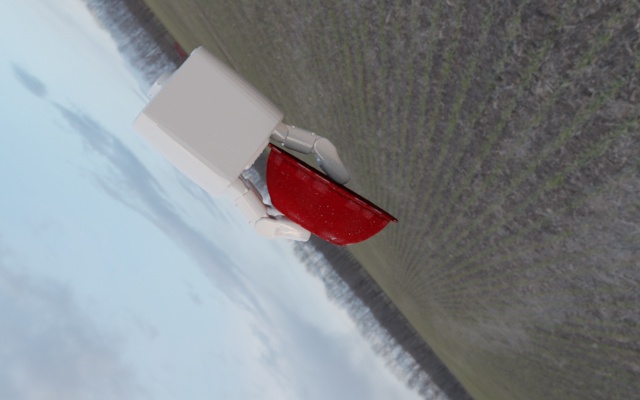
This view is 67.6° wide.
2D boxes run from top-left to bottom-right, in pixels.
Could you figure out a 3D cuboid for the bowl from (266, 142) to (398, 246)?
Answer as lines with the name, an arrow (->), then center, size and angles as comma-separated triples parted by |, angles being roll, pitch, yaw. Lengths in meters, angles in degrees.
bowl -> 0.001, 0.003, 0.509 | 0.162, 0.055, 0.162 | 30, 4, -2
